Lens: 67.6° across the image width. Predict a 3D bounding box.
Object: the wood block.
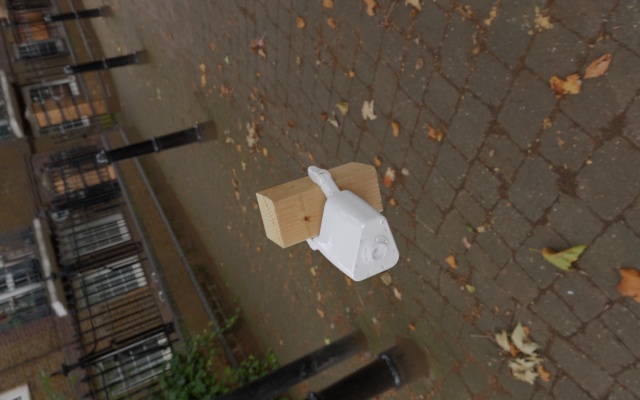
[{"bbox_3d":[0.000,0.003,0.881,0.206,0.091,0.090,-19,18,-22],"label":"wood block"}]
